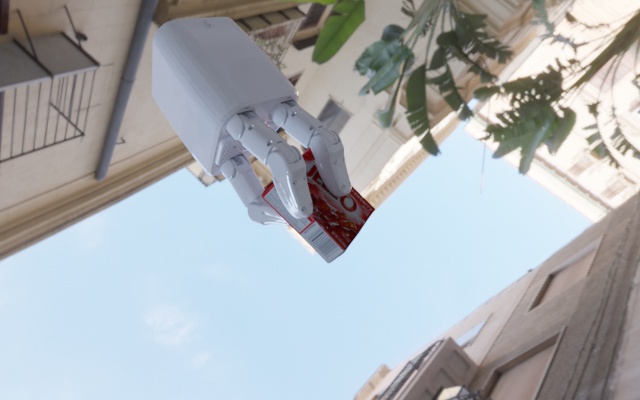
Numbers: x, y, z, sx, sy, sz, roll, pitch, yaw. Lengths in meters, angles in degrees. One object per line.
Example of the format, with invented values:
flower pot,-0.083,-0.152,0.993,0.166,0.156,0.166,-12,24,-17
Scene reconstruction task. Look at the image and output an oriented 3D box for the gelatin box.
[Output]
gelatin box,0.000,0.002,0.440,0.030,0.089,0.073,-42,4,41
